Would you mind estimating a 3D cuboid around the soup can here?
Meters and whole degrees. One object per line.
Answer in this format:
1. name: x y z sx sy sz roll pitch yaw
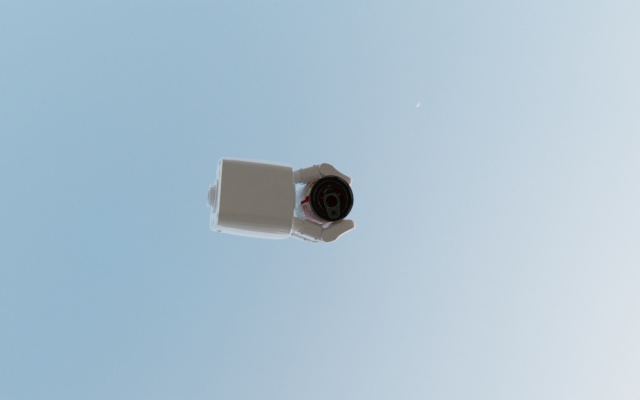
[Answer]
1. soup can: 0.001 0.002 0.729 0.068 0.068 0.102 0 -6 -19
